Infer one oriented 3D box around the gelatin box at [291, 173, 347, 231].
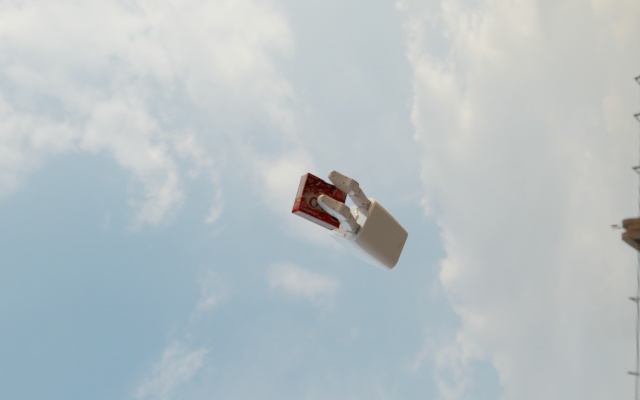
[{"bbox_3d":[0.000,0.003,0.838,0.089,0.073,0.030,25,-23,-25],"label":"gelatin box"}]
